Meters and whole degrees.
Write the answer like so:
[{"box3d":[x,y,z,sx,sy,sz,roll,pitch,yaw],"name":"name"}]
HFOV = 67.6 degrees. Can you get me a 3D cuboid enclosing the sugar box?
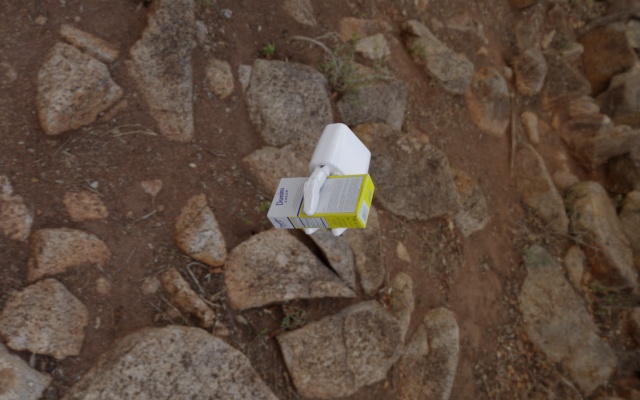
[{"box3d":[0.000,0.003,0.853,0.176,0.093,0.048,-3,-39,28],"name":"sugar box"}]
